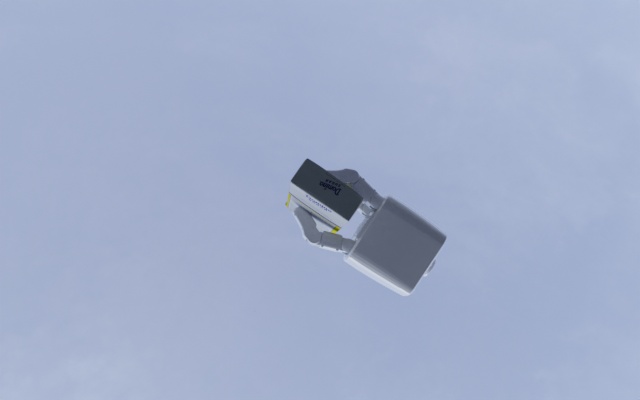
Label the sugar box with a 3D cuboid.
[{"bbox_3d":[0.001,0.002,0.687,0.093,0.048,0.176,35,-15,0],"label":"sugar box"}]
